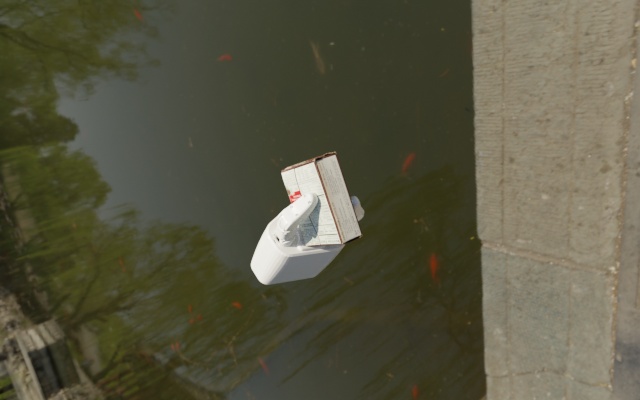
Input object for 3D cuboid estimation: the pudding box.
[{"bbox_3d":[0.000,0.002,0.615,0.039,0.113,0.090,-23,7,-33],"label":"pudding box"}]
